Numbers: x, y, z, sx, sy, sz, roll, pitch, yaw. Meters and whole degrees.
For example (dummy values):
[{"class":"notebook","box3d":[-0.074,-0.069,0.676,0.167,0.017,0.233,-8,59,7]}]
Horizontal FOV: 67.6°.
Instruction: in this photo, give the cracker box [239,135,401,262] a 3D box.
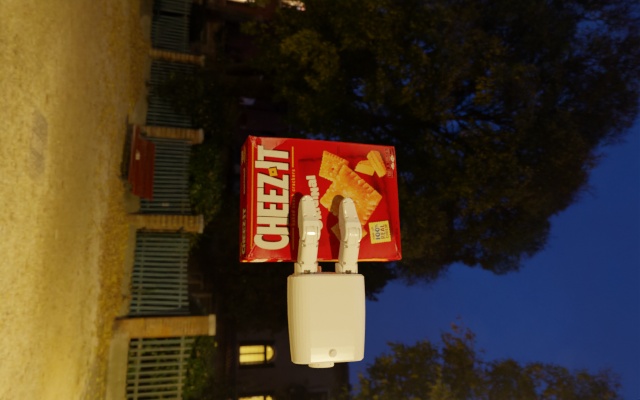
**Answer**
[{"class":"cracker box","box3d":[0.000,0.002,0.659,0.214,0.164,0.072,2,-11,-17]}]
